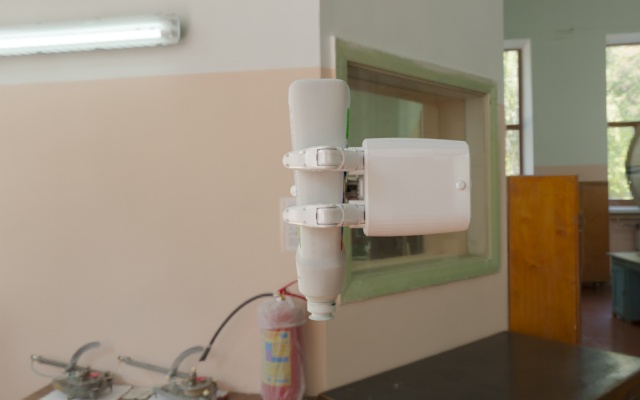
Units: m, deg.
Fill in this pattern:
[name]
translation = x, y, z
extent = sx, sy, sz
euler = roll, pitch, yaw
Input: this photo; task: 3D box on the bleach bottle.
[bleach bottle]
translation = 0.000, 0.002, 0.526
extent = 0.068, 0.251, 0.102
euler = -1, 0, 1
